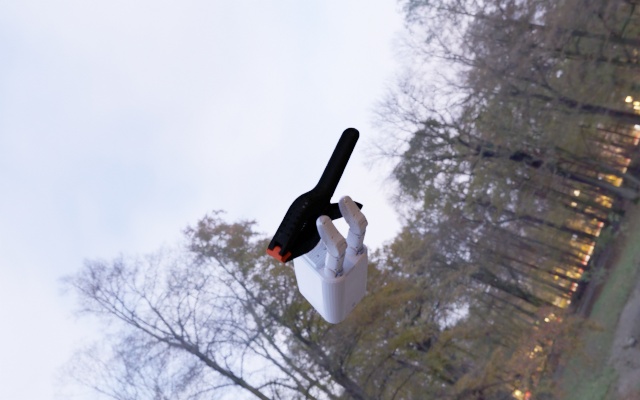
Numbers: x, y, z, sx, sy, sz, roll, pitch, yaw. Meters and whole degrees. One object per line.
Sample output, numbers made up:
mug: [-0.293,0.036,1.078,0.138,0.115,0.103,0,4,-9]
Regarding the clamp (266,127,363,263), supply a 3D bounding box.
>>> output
clamp: [-0.001,0.002,0.677,0.036,0.165,0.210,23,46,29]
